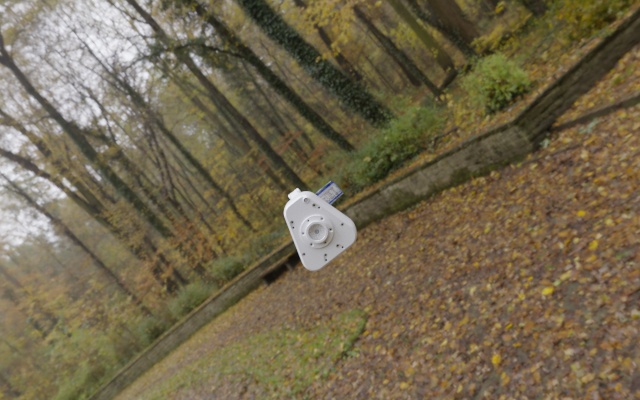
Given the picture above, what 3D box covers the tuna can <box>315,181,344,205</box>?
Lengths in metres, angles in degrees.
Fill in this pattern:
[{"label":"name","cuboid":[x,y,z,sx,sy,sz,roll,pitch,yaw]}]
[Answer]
[{"label":"tuna can","cuboid":[0.000,0.002,0.872,0.086,0.034,0.086,-41,-1,-1]}]
